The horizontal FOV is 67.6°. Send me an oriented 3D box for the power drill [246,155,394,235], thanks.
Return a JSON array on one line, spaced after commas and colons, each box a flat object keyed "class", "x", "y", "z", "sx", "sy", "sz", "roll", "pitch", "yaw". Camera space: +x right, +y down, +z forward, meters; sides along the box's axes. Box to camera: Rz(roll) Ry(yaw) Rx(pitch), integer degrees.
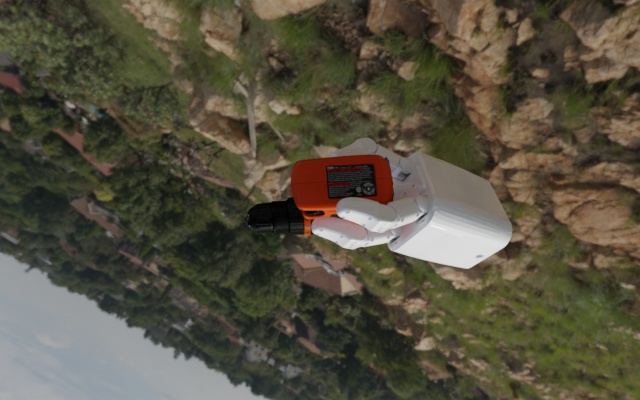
[{"class": "power drill", "x": 0.000, "y": 0.002, "z": 0.566, "sx": 0.184, "sy": 0.057, "sz": 0.188, "roll": -6, "pitch": -11, "yaw": -6}]
